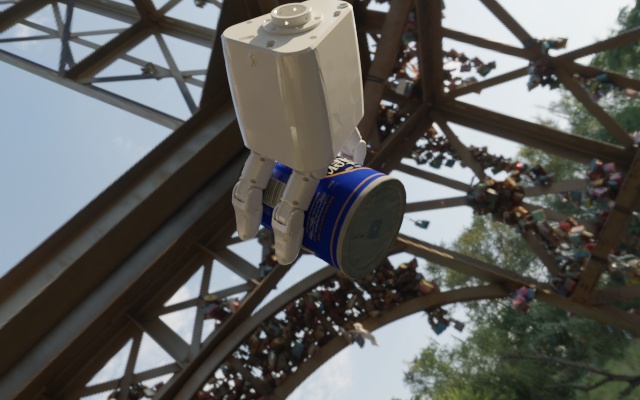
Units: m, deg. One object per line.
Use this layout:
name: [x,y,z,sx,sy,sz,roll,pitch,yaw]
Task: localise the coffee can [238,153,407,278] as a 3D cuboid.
coffee can: [0.000,0.002,0.483,0.140,0.103,0.103,26,15,33]
